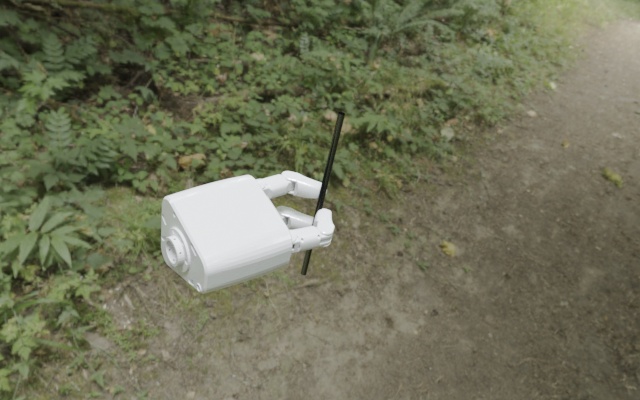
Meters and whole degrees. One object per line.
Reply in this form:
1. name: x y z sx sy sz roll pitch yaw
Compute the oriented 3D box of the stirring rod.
1. stirring rod: 0.000 0.002 0.596 0.011 0.240 0.011 9 33 -6
